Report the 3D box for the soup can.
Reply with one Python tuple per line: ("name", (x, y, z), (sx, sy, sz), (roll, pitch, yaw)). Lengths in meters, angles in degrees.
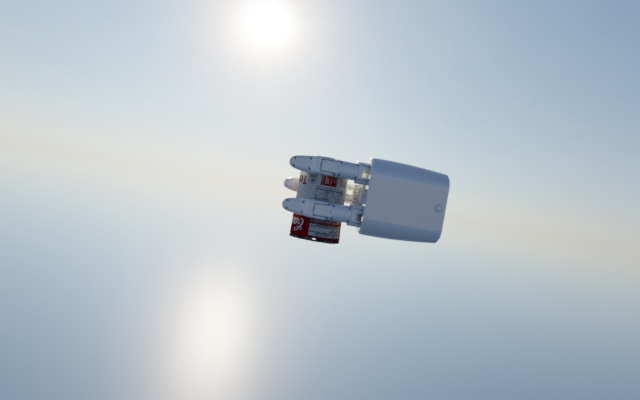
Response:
("soup can", (0.000, 0.002, 0.636), (0.068, 0.102, 0.068), (10, 1, 0))
